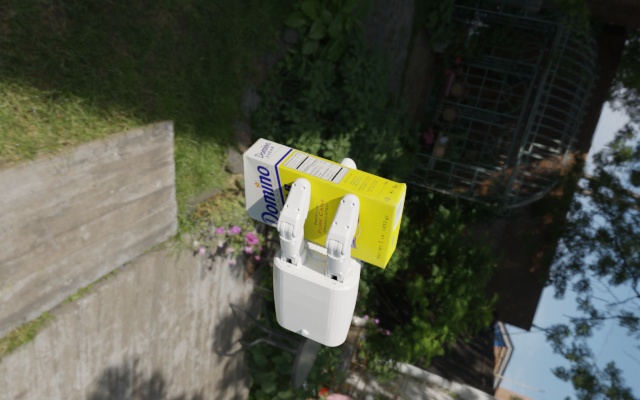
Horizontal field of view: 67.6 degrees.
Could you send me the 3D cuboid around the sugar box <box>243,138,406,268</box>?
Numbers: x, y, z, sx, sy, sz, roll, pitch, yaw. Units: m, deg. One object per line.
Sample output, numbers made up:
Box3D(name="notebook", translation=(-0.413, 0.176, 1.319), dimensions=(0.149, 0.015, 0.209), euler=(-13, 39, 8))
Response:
Box3D(name="sugar box", translation=(0.000, 0.002, 0.525), dimensions=(0.176, 0.093, 0.048), euler=(17, 41, 17))
